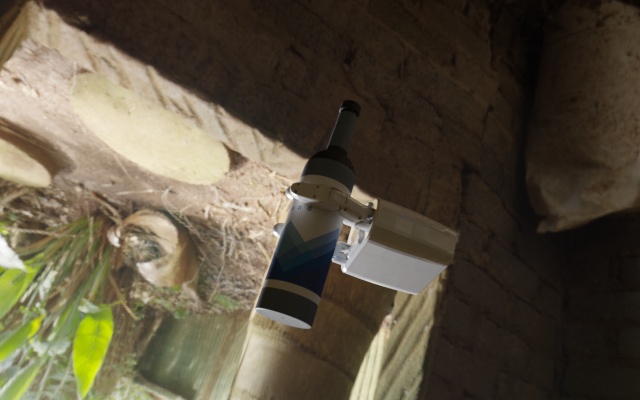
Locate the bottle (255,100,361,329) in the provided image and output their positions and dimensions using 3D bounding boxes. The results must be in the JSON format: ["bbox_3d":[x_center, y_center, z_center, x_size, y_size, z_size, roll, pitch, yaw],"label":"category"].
[{"bbox_3d":[0.000,0.002,0.583,0.069,0.295,0.069,15,-23,7],"label":"bottle"}]
